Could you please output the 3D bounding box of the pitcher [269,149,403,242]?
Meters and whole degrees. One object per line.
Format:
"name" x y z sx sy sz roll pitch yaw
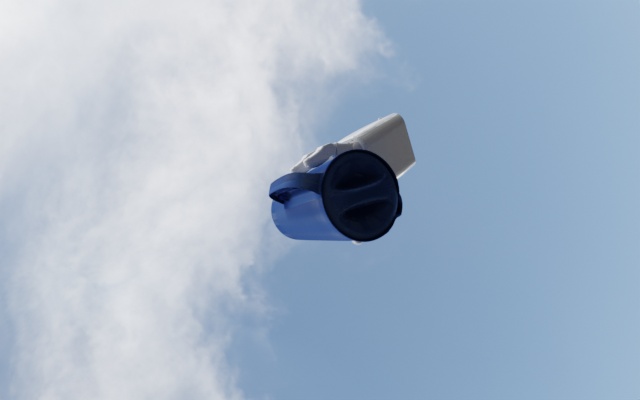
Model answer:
"pitcher" 0.000 0.002 0.774 0.145 0.149 0.243 -37 10 -26
